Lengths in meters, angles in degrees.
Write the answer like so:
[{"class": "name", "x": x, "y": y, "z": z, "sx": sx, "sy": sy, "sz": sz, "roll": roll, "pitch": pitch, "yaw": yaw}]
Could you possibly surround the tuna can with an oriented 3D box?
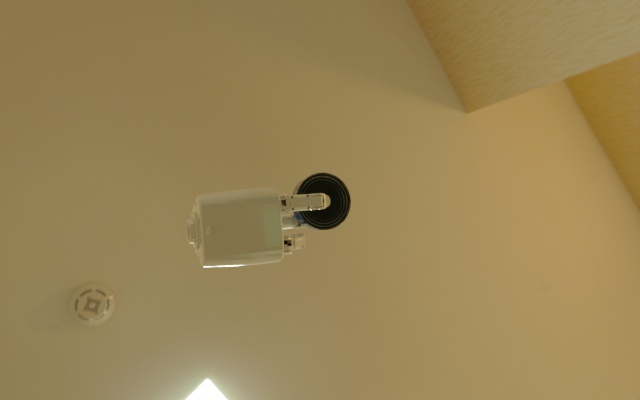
[{"class": "tuna can", "x": 0.000, "y": 0.002, "z": 0.722, "sx": 0.086, "sy": 0.086, "sz": 0.034, "roll": 0, "pitch": -5, "yaw": -19}]
